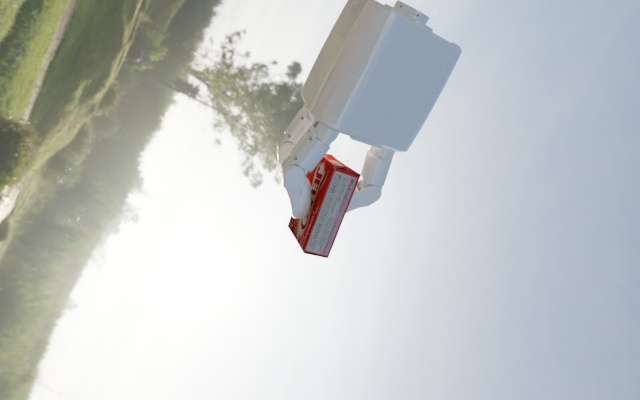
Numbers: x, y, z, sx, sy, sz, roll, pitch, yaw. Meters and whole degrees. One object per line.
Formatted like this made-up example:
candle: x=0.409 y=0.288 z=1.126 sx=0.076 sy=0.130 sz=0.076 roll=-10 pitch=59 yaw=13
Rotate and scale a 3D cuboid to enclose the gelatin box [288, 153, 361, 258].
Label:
gelatin box: x=0.000 y=0.002 z=0.473 sx=0.030 sy=0.089 sz=0.073 roll=16 pitch=12 yaw=-20
